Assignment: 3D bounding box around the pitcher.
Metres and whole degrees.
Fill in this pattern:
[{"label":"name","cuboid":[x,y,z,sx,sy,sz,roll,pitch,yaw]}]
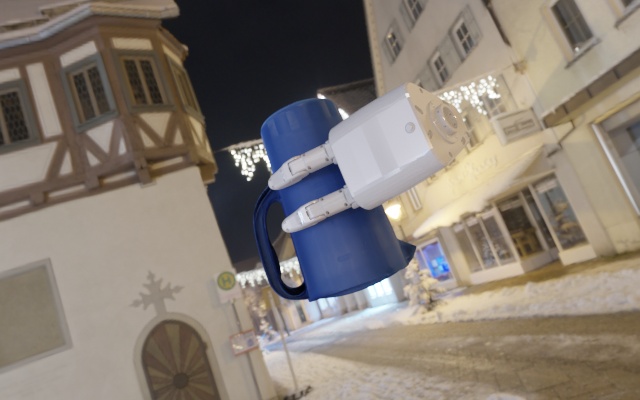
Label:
[{"label":"pitcher","cuboid":[0.000,0.002,0.609,0.145,0.242,0.149,-29,-14,39]}]
